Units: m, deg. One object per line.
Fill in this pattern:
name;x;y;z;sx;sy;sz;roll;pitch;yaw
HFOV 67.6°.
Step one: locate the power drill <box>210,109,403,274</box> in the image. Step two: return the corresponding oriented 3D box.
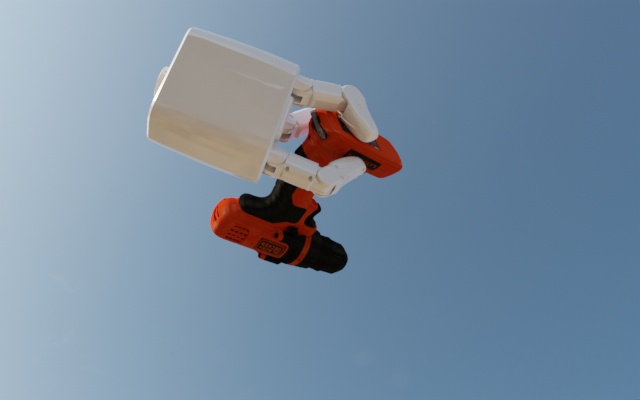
power drill;0.000;0.001;0.526;0.184;0.188;0.057;23;30;-34
